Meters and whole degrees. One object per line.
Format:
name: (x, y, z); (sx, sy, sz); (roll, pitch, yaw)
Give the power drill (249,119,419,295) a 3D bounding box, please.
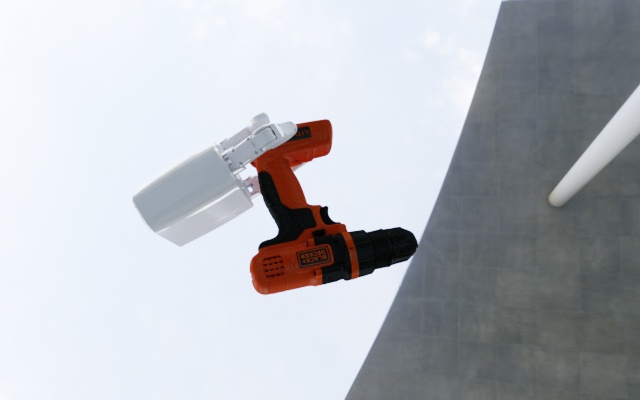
power drill: (0.000, 0.001, 0.537); (0.184, 0.187, 0.057); (-11, -24, -11)
